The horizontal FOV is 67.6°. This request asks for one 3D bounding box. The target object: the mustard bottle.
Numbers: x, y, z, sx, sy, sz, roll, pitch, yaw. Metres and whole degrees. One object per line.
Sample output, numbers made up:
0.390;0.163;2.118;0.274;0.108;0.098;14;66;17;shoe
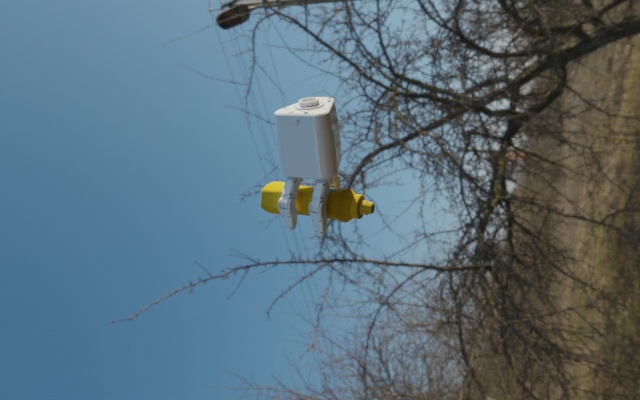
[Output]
0.000;0.003;0.823;0.191;0.058;0.096;6;3;25;mustard bottle
